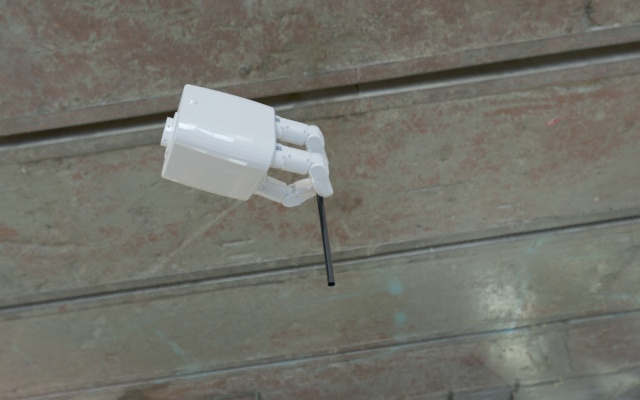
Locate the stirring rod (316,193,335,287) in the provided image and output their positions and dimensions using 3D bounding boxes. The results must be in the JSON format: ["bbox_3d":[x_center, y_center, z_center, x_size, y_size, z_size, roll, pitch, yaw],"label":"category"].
[{"bbox_3d":[0.000,0.002,0.575,0.011,0.011,0.239,-4,45,-4],"label":"stirring rod"}]
